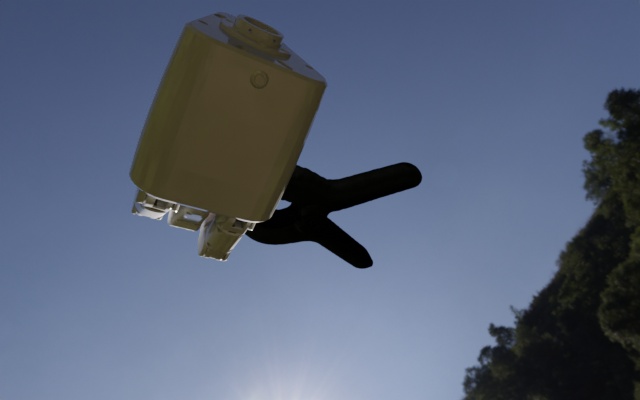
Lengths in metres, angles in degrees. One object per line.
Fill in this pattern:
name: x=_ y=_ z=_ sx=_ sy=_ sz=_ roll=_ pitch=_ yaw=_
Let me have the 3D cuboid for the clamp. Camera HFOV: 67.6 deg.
clamp: x=0.000 y=0.001 z=0.404 sx=0.171 sy=0.120 sz=0.039 roll=14 pitch=30 yaw=-28
